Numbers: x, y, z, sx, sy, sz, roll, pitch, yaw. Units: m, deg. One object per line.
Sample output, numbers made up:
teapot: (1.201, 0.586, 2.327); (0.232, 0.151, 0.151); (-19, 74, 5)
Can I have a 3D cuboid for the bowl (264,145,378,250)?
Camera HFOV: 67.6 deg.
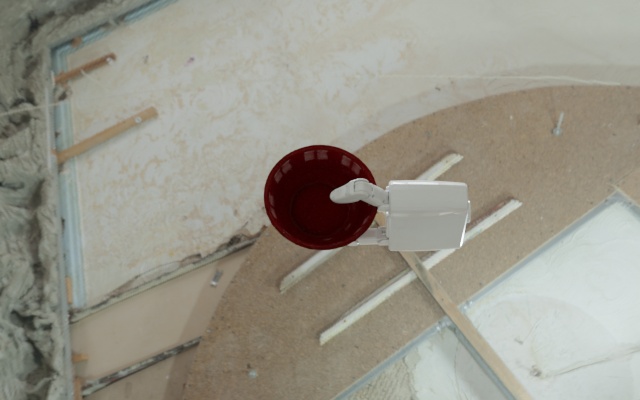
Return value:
bowl: (-0.001, 0.002, 0.690); (0.162, 0.162, 0.055); (0, -23, -3)
